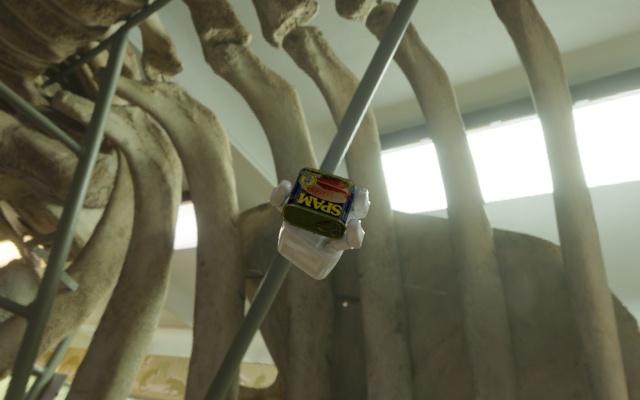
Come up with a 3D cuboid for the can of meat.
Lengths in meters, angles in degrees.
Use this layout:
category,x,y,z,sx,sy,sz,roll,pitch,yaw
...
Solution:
category,x,y,z,sx,sy,sz,roll,pitch,yaw
can of meat,0.000,0.002,0.757,0.102,0.084,0.057,19,-34,1
